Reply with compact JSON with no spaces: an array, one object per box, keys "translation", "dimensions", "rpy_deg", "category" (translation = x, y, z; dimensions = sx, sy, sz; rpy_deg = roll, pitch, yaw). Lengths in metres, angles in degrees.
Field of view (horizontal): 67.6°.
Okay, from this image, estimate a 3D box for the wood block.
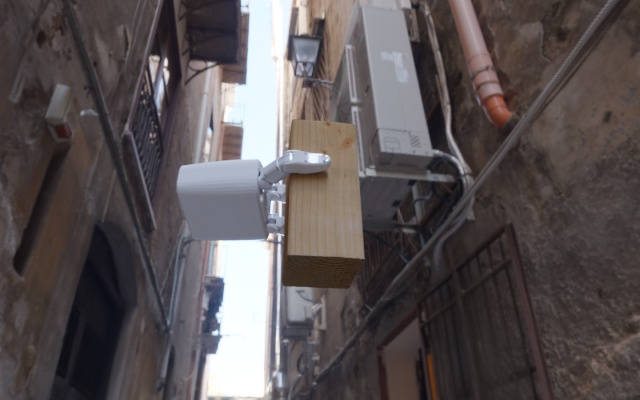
[{"translation":[0.000,0.002,0.629],"dimensions":[0.090,0.206,0.091],"rpy_deg":[4,-33,-7],"category":"wood block"}]
